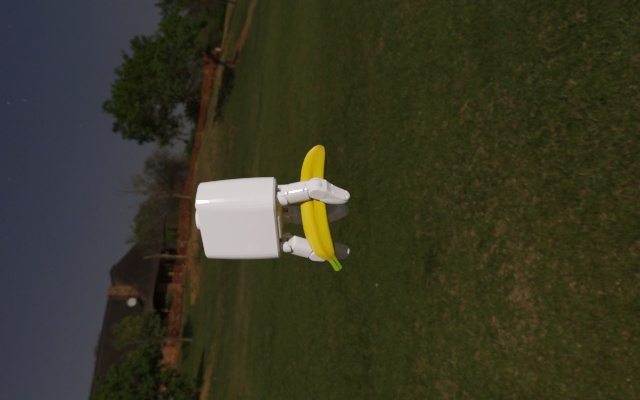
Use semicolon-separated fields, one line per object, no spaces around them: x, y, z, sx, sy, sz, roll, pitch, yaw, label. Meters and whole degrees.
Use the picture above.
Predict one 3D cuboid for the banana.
-0.005;-0.001;0.681;0.037;0.197;0.070;-12;-22;14;banana
